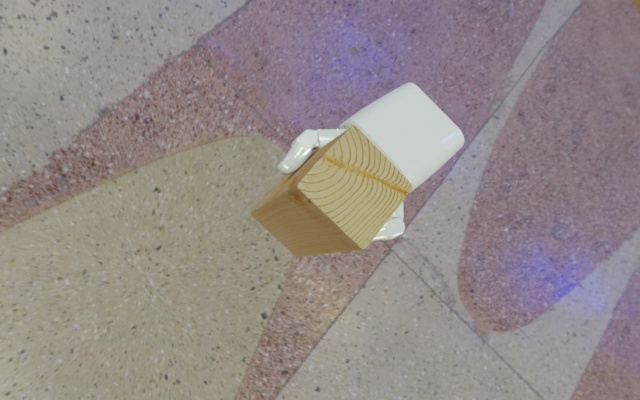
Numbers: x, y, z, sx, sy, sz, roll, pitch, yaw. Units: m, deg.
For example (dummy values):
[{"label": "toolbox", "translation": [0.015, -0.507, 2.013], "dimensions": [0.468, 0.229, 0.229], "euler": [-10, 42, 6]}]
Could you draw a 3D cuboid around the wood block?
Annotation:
[{"label": "wood block", "translation": [0.000, 0.001, 0.551], "dimensions": [0.091, 0.090, 0.206], "euler": [45, -21, -8]}]
